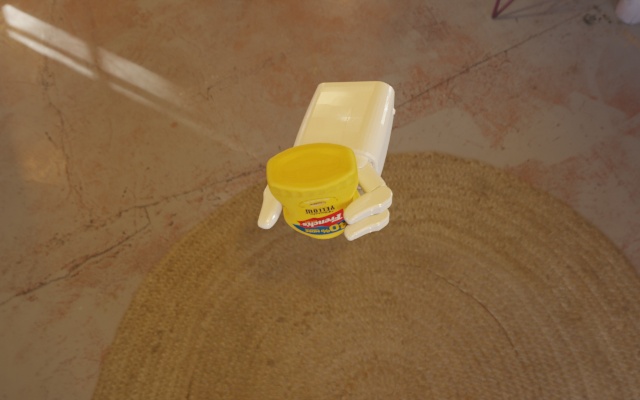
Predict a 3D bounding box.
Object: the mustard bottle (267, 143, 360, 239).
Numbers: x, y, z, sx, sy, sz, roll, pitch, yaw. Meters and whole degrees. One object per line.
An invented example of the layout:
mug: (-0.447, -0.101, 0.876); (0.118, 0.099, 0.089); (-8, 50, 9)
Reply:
mustard bottle: (0.000, 0.002, 0.578); (0.096, 0.058, 0.192); (-10, -24, 3)
